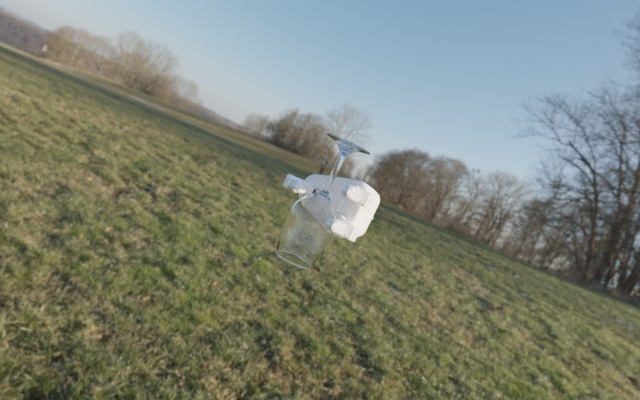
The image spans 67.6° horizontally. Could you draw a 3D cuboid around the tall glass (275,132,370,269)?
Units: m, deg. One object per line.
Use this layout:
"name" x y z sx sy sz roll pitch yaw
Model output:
"tall glass" 0.000 0.002 0.734 0.079 0.201 0.079 25 4 -2
